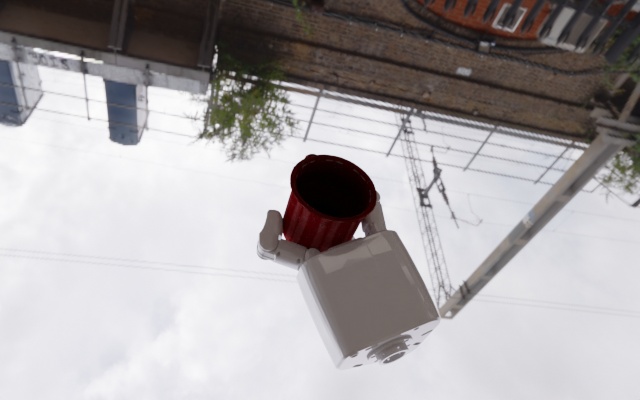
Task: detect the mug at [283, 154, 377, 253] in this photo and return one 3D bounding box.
[{"bbox_3d":[-0.001,0.001,0.526,0.093,0.117,0.082,-7,-37,-24],"label":"mug"}]
